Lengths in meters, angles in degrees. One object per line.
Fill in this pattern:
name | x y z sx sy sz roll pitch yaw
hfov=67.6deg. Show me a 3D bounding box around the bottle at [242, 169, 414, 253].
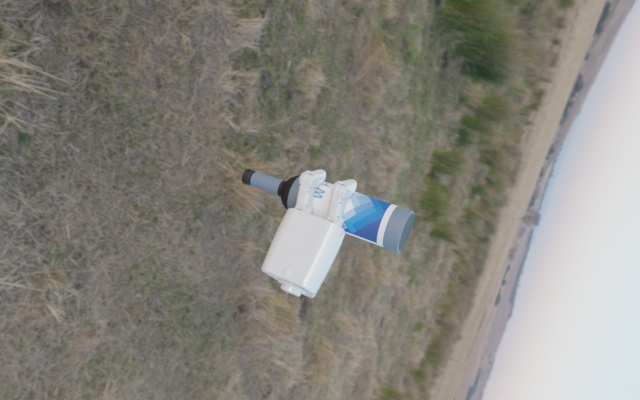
bottle | 0.000 0.003 0.773 0.295 0.069 0.069 19 7 22
